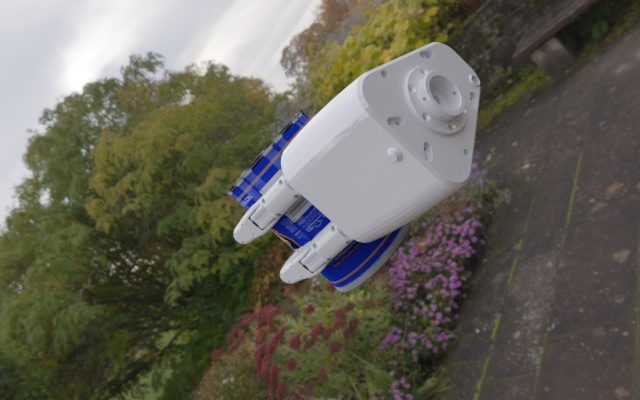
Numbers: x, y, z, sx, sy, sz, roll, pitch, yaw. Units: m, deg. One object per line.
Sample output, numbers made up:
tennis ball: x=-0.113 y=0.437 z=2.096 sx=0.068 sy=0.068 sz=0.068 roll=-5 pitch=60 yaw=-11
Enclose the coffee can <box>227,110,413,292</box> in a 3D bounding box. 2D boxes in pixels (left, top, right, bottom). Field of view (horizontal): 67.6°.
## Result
coffee can: x=0.000 y=0.002 z=0.446 sx=0.140 sy=0.103 sz=0.103 roll=42 pitch=-7 yaw=-8
